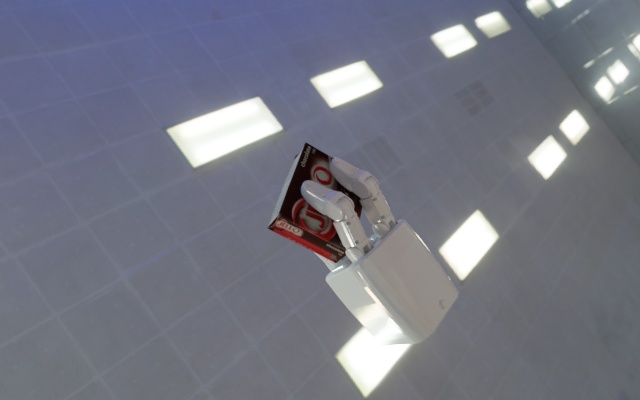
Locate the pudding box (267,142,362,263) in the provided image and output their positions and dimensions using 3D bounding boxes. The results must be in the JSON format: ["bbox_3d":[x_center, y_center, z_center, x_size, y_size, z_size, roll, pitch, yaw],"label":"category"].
[{"bbox_3d":[0.000,0.002,0.540,0.090,0.113,0.039,29,-41,-15],"label":"pudding box"}]
